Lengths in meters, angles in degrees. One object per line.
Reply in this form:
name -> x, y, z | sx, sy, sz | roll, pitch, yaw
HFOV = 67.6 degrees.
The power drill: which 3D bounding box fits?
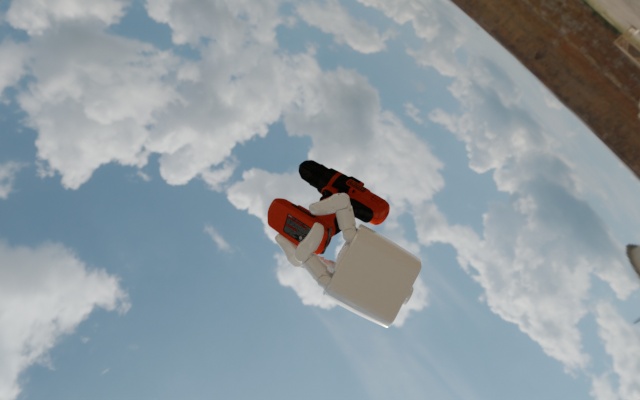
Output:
power drill -> 0.000, 0.003, 0.779 | 0.184, 0.057, 0.187 | 30, 35, 22
